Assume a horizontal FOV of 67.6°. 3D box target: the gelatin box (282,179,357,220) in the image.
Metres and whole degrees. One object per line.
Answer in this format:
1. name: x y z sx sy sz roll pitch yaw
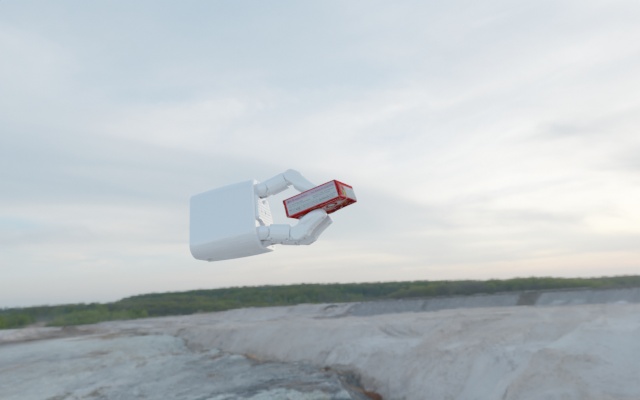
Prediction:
1. gelatin box: 0.000 0.002 0.704 0.089 0.030 0.073 -23 -15 19
